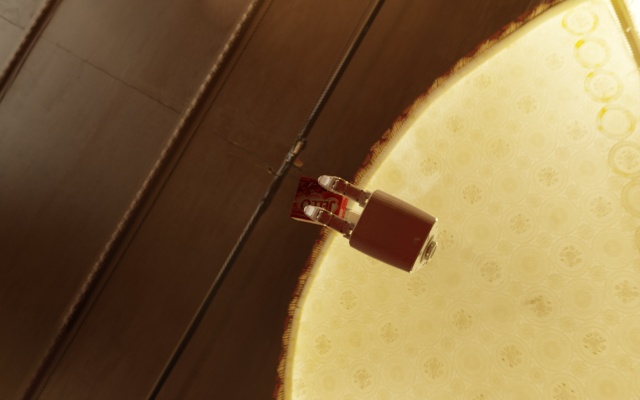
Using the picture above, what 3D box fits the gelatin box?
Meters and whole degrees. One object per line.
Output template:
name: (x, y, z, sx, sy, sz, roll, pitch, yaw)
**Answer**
gelatin box: (0.000, 0.003, 0.800, 0.089, 0.073, 0.030, 10, -10, 26)
